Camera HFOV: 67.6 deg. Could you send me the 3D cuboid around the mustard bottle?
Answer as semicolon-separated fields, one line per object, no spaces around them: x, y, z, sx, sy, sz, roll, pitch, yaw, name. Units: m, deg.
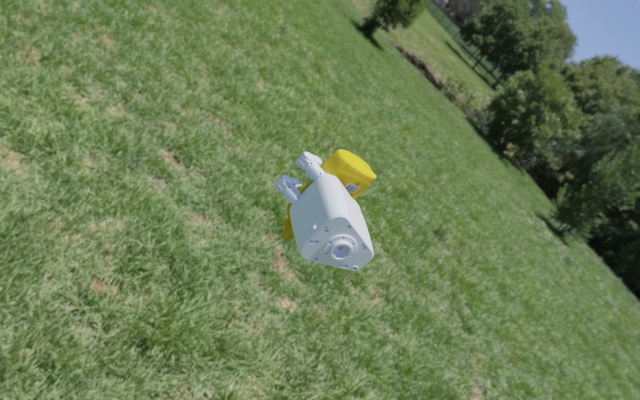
0.000;0.002;0.811;0.192;0.058;0.096;-45;-36;20;mustard bottle
